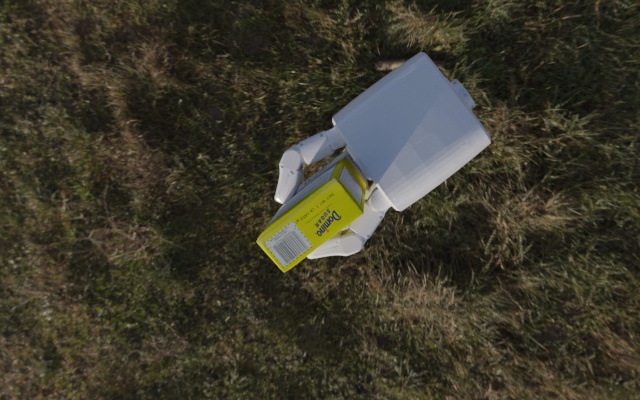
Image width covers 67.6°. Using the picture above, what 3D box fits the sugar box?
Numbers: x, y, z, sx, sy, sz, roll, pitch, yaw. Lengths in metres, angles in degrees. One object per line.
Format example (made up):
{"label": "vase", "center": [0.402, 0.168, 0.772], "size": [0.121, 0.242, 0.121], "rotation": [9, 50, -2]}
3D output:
{"label": "sugar box", "center": [0.001, 0.002, 0.487], "size": [0.093, 0.048, 0.176], "rotation": [-37, 5, 15]}
